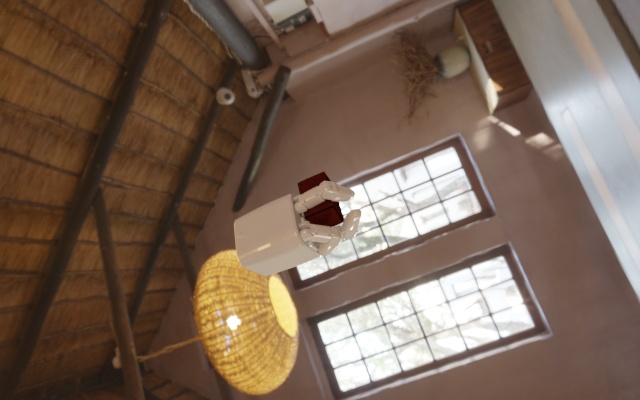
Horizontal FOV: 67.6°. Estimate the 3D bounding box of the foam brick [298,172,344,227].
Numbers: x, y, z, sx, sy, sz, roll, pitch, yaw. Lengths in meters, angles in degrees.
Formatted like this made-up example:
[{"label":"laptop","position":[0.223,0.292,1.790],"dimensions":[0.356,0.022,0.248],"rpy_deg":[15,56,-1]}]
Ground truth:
[{"label":"foam brick","position":[0.000,0.002,0.785],"dimensions":[0.051,0.078,0.053],"rpy_deg":[-23,-41,11]}]
